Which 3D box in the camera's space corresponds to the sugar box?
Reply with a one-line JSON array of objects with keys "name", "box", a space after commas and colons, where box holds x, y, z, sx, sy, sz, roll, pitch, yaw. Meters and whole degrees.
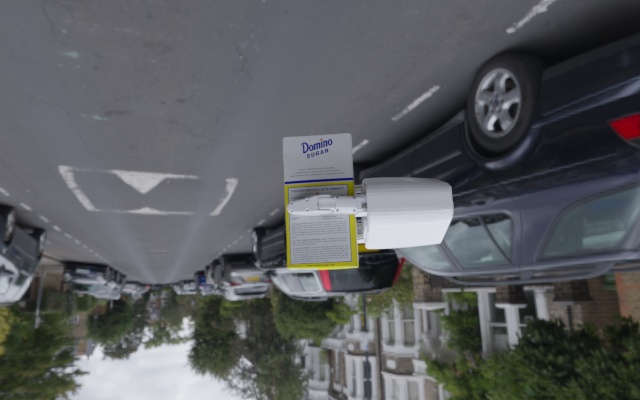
[{"name": "sugar box", "box": [0.000, 0.002, 0.633, 0.093, 0.176, 0.048, -2, -11, 5]}]
